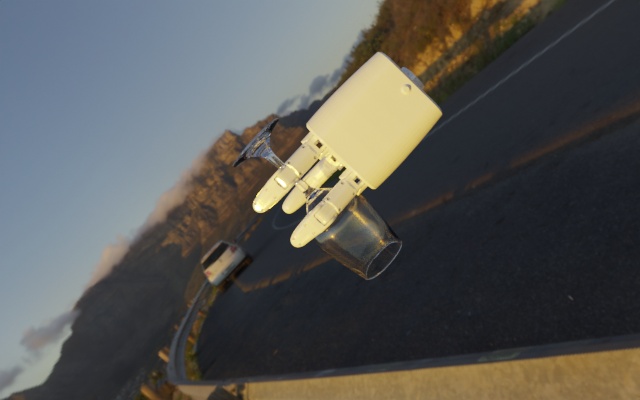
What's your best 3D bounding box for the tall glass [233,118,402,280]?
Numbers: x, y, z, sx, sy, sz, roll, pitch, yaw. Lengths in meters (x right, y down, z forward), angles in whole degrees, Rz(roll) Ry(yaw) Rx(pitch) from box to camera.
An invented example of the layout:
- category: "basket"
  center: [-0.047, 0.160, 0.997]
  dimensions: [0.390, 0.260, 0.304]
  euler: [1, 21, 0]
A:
- category: "tall glass"
  center: [-0.001, 0.001, 0.544]
  dimensions: [0.201, 0.079, 0.079]
  euler: [43, -5, -5]
